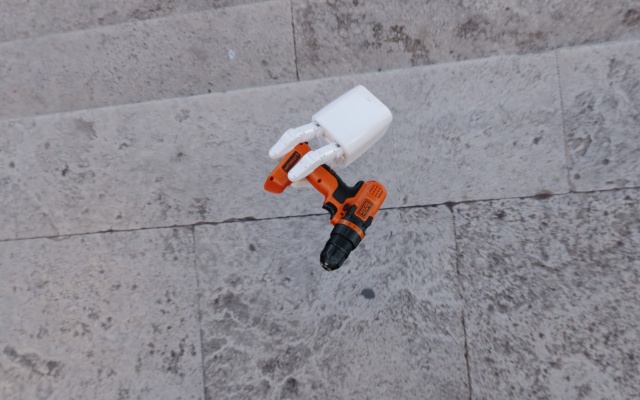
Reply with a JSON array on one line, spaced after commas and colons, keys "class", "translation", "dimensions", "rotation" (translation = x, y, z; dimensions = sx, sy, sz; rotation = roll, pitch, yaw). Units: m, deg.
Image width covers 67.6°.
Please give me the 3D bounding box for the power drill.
[{"class": "power drill", "translation": [0.000, 0.002, 0.804], "dimensions": [0.187, 0.184, 0.057], "rotation": [36, -28, -2]}]
